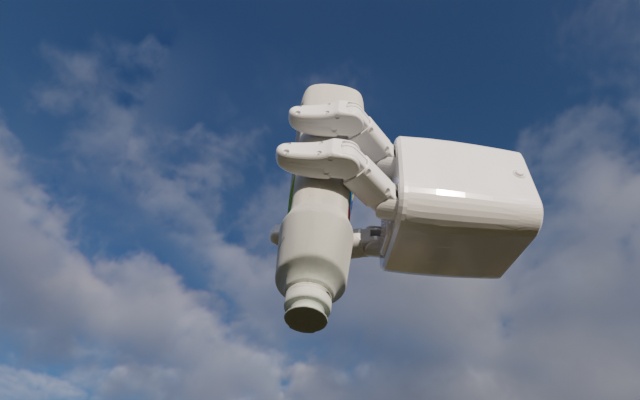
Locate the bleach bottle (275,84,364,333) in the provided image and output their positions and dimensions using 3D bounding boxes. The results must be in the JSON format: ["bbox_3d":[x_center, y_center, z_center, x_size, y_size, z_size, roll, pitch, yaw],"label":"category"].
[{"bbox_3d":[0.000,0.001,0.402,0.068,0.103,0.250,7,41,0],"label":"bleach bottle"}]
